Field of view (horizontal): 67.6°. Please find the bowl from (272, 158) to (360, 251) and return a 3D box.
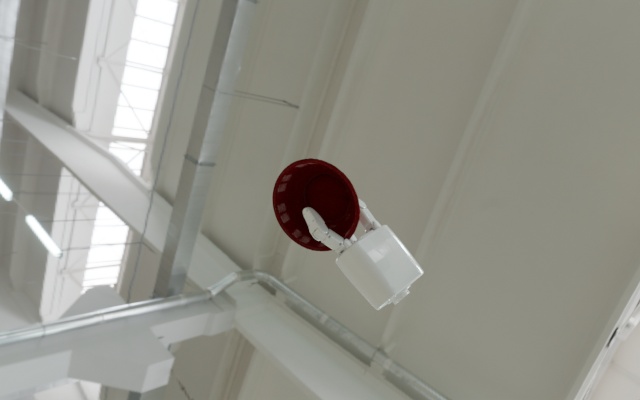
[{"bbox_3d":[0.000,0.001,0.818,0.162,0.162,0.055,0,16,26],"label":"bowl"}]
